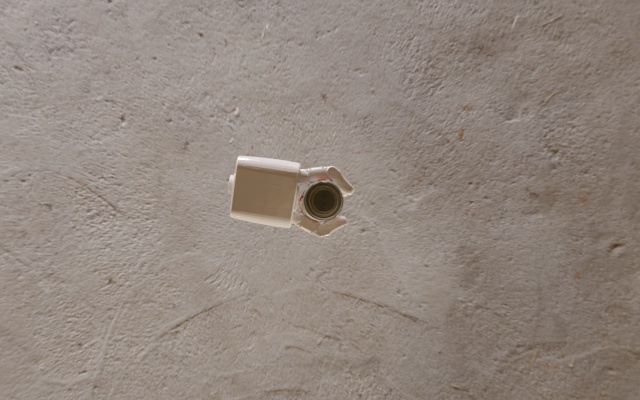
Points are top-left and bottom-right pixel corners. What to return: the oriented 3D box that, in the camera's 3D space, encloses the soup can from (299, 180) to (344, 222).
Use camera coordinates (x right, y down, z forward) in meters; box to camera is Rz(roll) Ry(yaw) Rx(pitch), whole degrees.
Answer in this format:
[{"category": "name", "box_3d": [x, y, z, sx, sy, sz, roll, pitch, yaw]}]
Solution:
[{"category": "soup can", "box_3d": [0.001, 0.003, 0.830, 0.068, 0.068, 0.102, 0, -3, -6]}]
